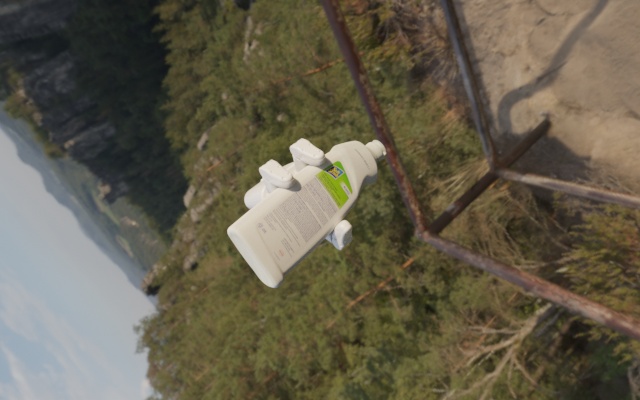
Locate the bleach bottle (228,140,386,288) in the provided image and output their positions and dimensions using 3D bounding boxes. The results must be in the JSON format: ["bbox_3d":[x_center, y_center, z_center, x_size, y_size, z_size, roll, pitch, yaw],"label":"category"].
[{"bbox_3d":[0.000,0.002,0.659,0.250,0.102,0.068,-38,12,-22],"label":"bleach bottle"}]
